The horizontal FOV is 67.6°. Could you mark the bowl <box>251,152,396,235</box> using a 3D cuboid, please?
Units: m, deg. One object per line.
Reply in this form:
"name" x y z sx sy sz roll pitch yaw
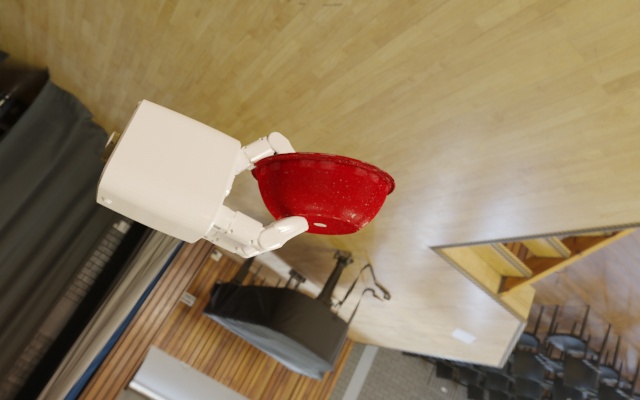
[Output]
"bowl" 0.001 0.002 0.528 0.162 0.055 0.162 6 -16 2
